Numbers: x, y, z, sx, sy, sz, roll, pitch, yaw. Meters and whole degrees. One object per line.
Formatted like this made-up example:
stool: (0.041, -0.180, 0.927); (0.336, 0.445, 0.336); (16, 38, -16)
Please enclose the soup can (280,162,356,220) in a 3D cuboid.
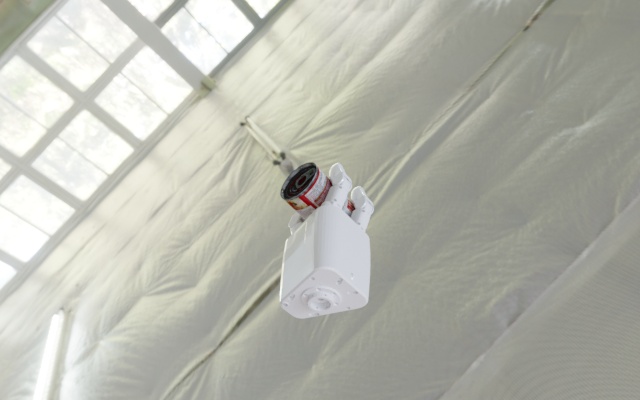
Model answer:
soup can: (0.000, 0.002, 0.698); (0.102, 0.068, 0.068); (44, -26, -30)
